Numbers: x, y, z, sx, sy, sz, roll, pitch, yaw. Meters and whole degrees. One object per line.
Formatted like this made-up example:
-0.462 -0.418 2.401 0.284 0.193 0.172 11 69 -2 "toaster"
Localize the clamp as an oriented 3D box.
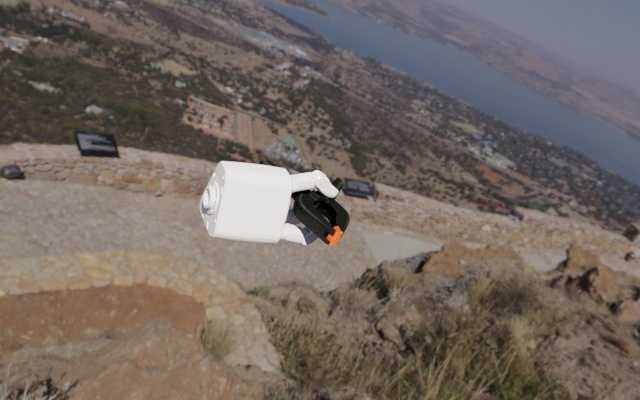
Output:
0.000 0.002 0.789 0.164 0.036 0.210 8 30 -33 "clamp"
